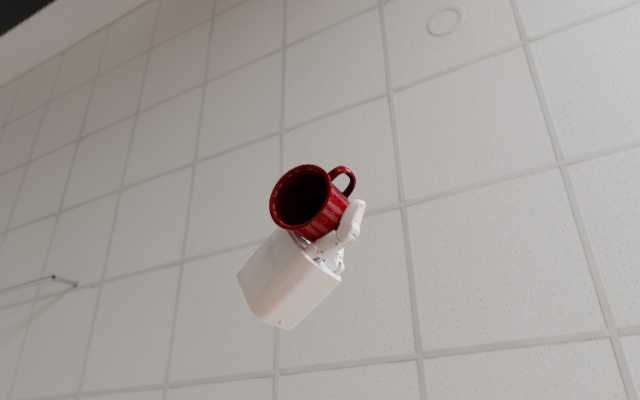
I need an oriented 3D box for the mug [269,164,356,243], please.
[{"bbox_3d":[0.001,0.001,0.639,0.093,0.117,0.081,47,4,39],"label":"mug"}]
